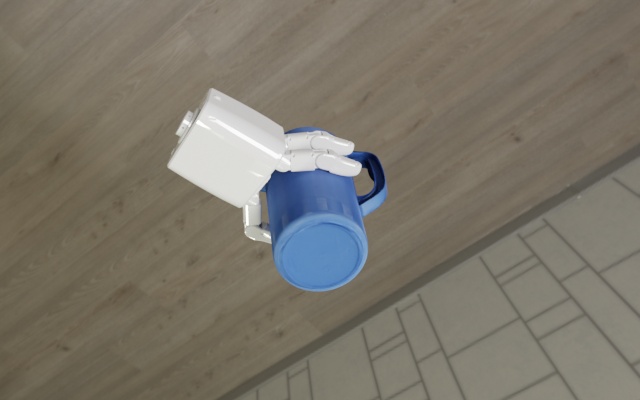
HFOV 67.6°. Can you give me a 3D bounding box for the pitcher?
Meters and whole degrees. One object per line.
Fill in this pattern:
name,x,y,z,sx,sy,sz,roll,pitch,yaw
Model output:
pitcher,0.000,0.002,0.631,0.145,0.149,0.242,29,22,-21
